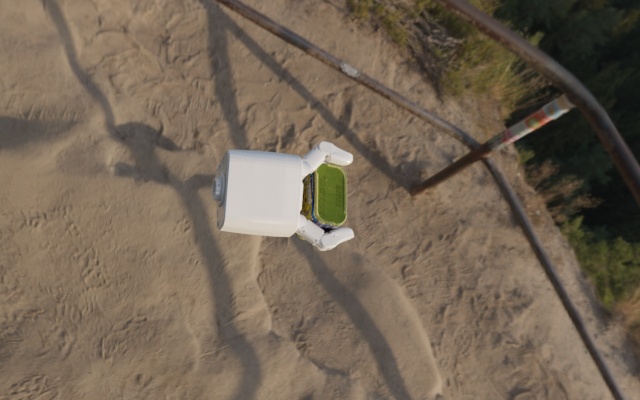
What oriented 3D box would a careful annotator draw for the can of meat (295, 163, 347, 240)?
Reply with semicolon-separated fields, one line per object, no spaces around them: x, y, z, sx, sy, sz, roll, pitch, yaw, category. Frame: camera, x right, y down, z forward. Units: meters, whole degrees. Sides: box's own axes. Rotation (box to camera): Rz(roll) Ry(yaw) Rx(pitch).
0.000;0.002;0.733;0.057;0.102;0.084;9;-22;-21;can of meat
